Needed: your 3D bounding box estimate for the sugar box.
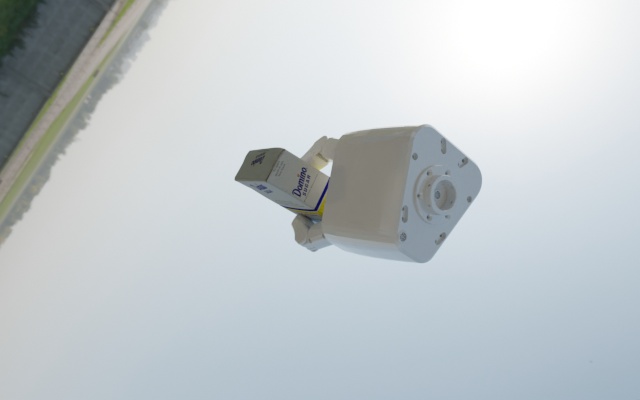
[{"bbox_3d":[0.000,0.001,0.534,0.176,0.048,0.093,34,-13,-28],"label":"sugar box"}]
